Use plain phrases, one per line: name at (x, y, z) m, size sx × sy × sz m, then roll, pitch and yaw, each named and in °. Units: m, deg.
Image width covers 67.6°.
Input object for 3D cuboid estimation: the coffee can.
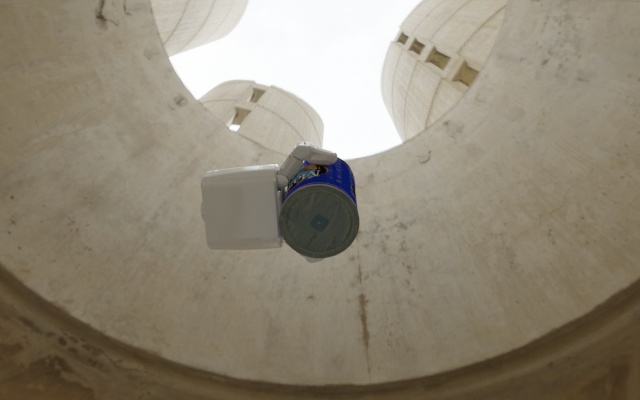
coffee can at (0.000, 0.002, 0.667) m, size 0.103 × 0.103 × 0.140 m, roll 0°, pitch 23°, yaw 2°
